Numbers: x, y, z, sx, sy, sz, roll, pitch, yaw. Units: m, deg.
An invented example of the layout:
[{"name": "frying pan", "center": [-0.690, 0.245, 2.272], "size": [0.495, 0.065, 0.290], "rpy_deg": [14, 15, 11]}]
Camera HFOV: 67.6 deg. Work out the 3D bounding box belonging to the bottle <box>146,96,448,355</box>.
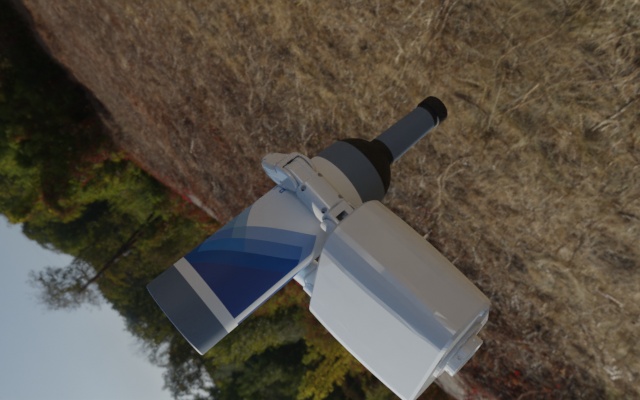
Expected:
[{"name": "bottle", "center": [0.000, 0.001, 0.400], "size": [0.295, 0.069, 0.069], "rpy_deg": [-39, 14, -19]}]
